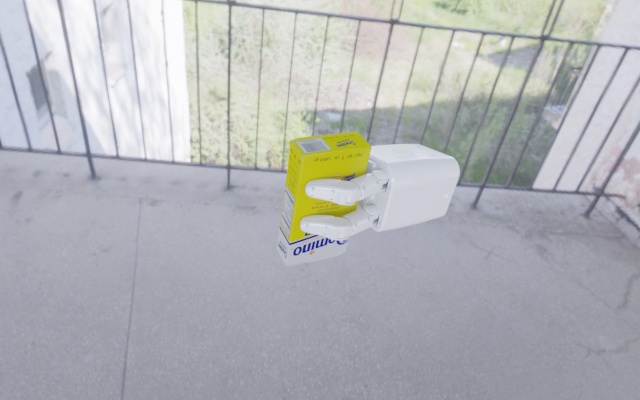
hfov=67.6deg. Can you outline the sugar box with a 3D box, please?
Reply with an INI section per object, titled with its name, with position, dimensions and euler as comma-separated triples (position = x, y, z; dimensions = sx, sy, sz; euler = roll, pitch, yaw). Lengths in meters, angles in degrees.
[sugar box]
position = 0.000, 0.002, 0.606
dimensions = 0.093, 0.176, 0.048
euler = -10, 39, -24
